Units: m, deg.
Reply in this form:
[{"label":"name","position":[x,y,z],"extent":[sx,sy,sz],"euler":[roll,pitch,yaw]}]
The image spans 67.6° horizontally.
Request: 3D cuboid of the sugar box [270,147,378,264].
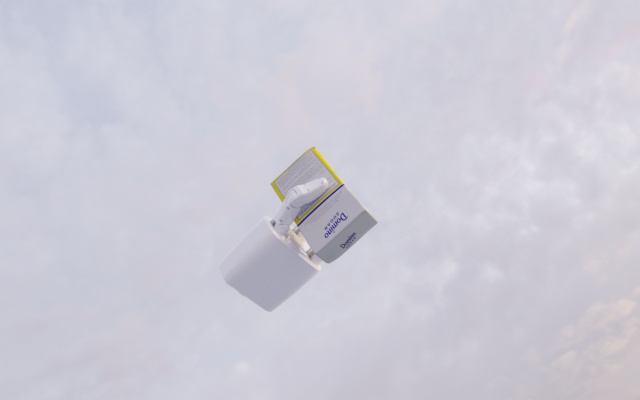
[{"label":"sugar box","position":[0.000,0.003,0.701],"extent":[0.048,0.093,0.176],"euler":[42,9,-46]}]
